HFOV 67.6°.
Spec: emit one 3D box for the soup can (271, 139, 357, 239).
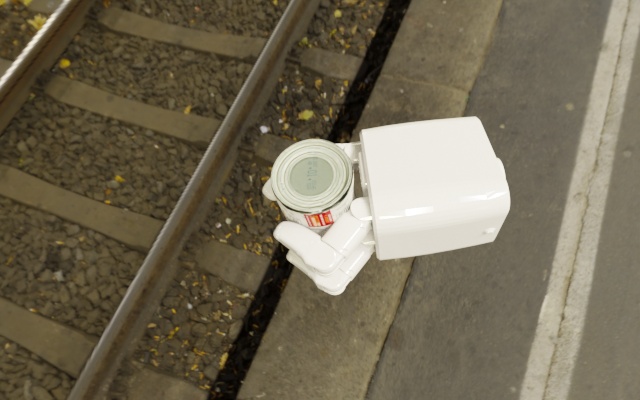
[{"bbox_3d":[0.000,0.001,0.416,0.068,0.068,0.102,0,-26,9],"label":"soup can"}]
